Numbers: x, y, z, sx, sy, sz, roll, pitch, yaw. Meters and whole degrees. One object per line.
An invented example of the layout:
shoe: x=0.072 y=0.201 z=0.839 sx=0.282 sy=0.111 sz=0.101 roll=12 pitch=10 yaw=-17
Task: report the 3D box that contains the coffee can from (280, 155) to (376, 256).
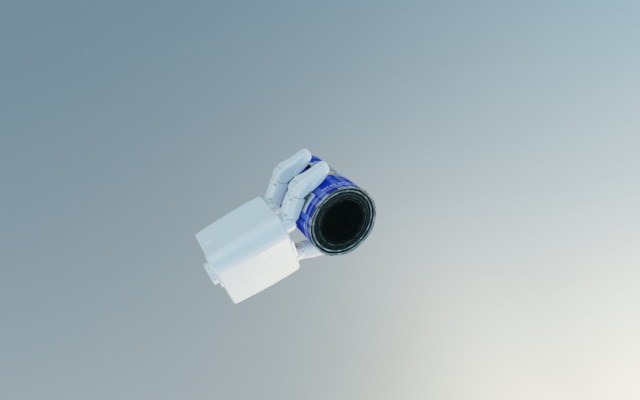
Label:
coffee can: x=0.000 y=0.002 z=0.691 sx=0.103 sy=0.103 sz=0.140 roll=0 pitch=23 yaw=-29
